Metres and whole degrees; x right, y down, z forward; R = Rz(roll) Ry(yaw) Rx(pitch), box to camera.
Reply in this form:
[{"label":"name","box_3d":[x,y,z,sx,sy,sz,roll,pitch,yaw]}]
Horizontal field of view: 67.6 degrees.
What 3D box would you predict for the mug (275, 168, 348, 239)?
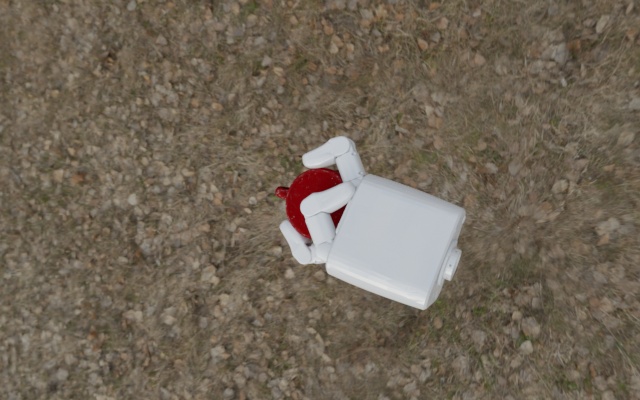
[{"label":"mug","box_3d":[-0.001,0.001,0.568,0.117,0.093,0.081,18,4,22]}]
